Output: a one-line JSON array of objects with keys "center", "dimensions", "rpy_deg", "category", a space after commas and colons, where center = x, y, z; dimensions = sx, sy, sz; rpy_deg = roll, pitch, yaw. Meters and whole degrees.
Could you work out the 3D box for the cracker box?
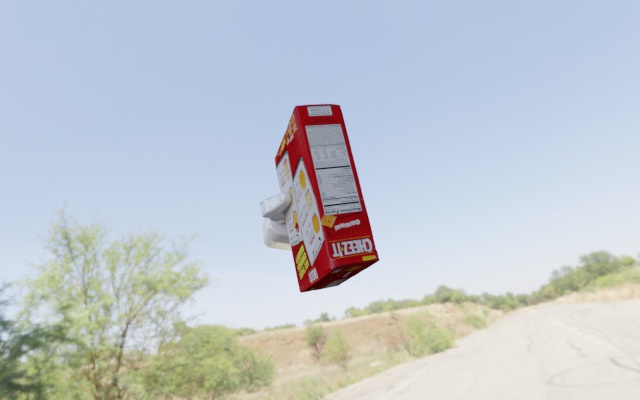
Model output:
[{"center": [0.000, 0.002, 0.648], "dimensions": [0.072, 0.213, 0.164], "rpy_deg": [-7, -17, -18], "category": "cracker box"}]
